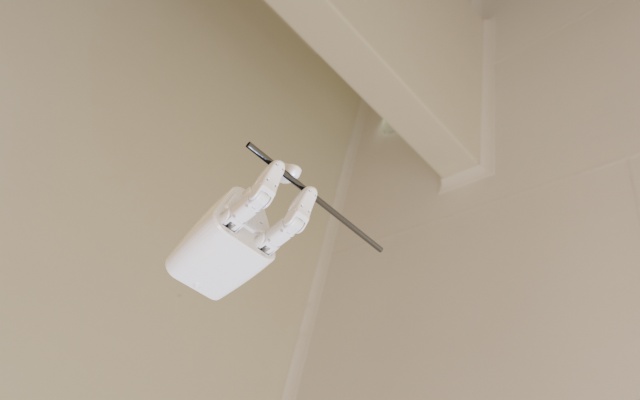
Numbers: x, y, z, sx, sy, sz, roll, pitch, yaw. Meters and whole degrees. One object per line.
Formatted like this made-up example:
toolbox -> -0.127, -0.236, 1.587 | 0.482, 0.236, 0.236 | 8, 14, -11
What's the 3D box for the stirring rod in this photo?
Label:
stirring rod -> 0.000, 0.002, 0.604 | 0.240, 0.011, 0.011 | 39, -20, -28
